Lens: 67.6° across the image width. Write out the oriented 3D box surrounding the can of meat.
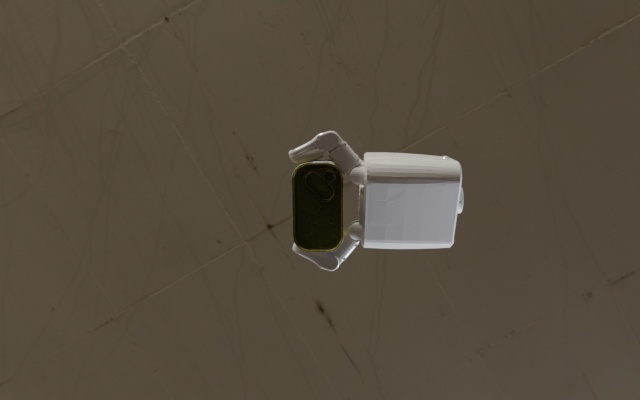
[{"bbox_3d":[0.000,0.002,0.572,0.057,0.102,0.084,0,10,5],"label":"can of meat"}]
